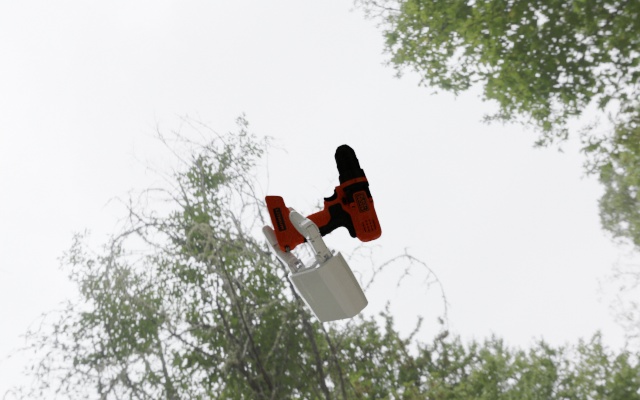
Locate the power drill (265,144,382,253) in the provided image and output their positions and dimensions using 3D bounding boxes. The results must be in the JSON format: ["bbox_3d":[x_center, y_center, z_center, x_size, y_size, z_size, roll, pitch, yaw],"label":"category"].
[{"bbox_3d":[0.000,0.003,0.848,0.187,0.184,0.057,-16,-15,-3],"label":"power drill"}]
